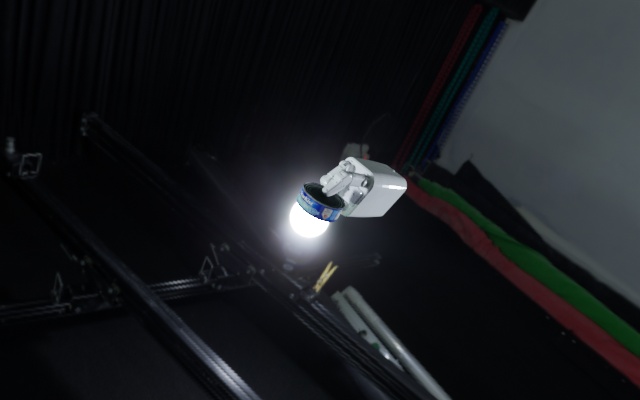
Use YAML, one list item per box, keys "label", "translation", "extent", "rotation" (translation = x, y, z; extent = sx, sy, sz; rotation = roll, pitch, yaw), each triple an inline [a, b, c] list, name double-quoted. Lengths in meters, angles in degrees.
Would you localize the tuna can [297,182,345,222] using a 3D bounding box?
- label: "tuna can"
  translation: [0.000, 0.003, 0.878]
  extent: [0.086, 0.034, 0.086]
  rotation: [24, 22, -10]
